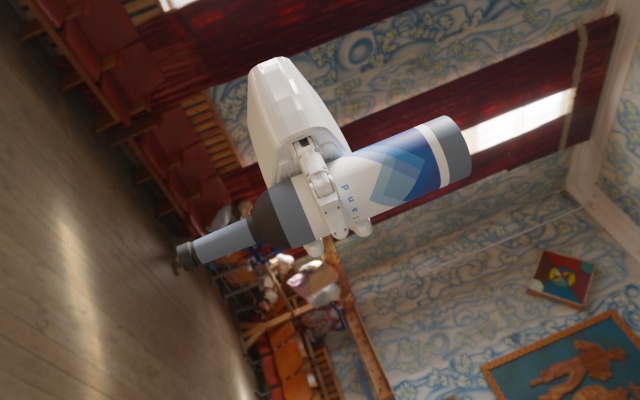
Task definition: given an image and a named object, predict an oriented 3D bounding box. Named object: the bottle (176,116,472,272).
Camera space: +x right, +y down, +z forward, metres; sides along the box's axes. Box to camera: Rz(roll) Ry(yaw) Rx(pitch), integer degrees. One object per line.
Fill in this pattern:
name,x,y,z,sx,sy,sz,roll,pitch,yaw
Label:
bottle,0.000,0.002,0.475,0.296,0.069,0.069,-22,1,-3
